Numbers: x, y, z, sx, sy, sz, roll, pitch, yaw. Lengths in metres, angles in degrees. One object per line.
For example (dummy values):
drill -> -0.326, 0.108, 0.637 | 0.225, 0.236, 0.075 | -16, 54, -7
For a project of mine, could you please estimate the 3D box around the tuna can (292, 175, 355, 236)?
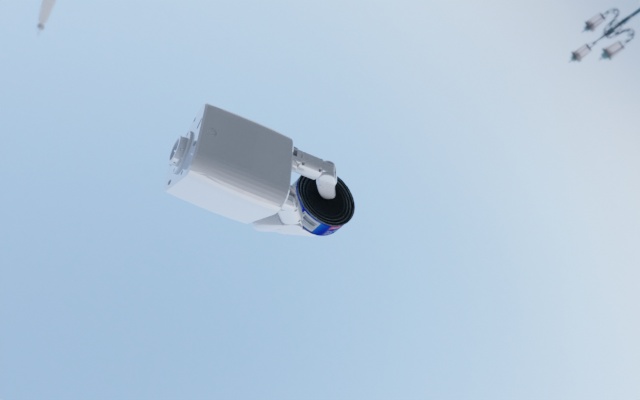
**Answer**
tuna can -> 0.000, 0.002, 0.618 | 0.086, 0.086, 0.034 | 0, -30, -37
